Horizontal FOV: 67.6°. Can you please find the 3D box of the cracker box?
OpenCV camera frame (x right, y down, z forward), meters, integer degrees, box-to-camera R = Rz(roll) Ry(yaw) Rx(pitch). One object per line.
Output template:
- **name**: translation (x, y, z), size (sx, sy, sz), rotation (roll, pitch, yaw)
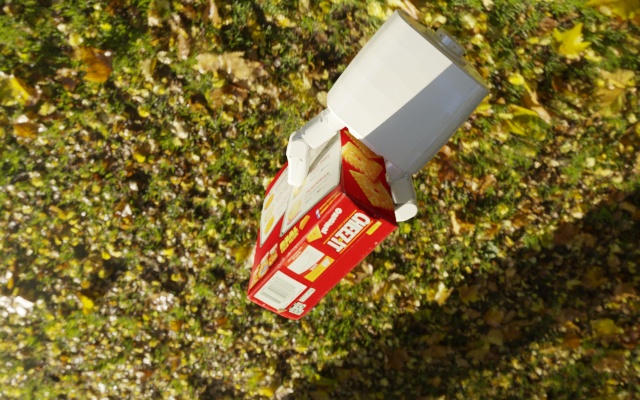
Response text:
- **cracker box**: translation (0.000, 0.002, 0.538), size (0.072, 0.164, 0.213), rotation (31, 29, -19)
